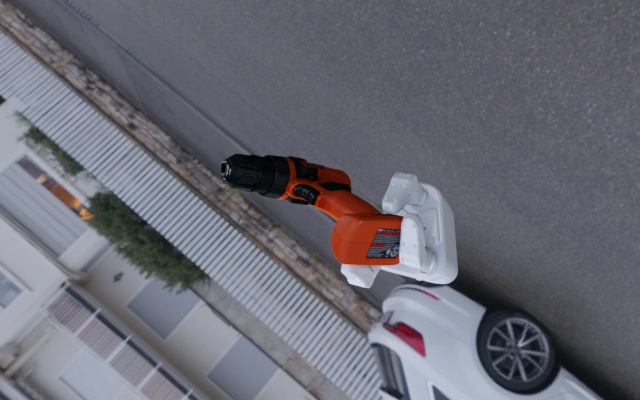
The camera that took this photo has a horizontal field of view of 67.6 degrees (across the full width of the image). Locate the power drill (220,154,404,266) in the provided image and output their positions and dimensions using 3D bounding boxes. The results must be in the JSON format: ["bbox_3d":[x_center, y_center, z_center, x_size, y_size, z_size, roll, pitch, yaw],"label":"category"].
[{"bbox_3d":[0.001,0.002,0.537,0.184,0.057,0.187,5,24,-40],"label":"power drill"}]
